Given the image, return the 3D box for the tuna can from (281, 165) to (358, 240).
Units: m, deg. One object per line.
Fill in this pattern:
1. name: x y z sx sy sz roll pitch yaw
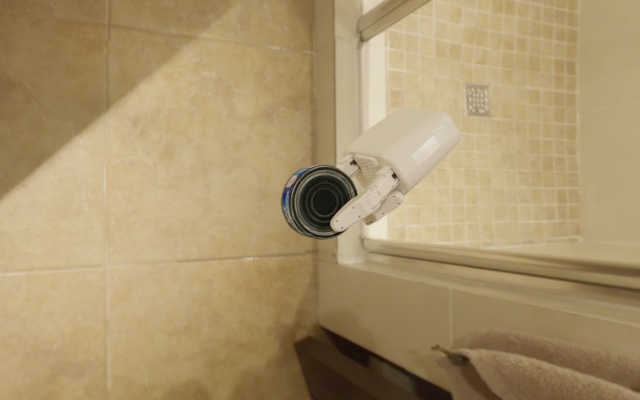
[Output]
1. tuna can: 0.000 0.002 0.548 0.086 0.086 0.034 0 2 -21
